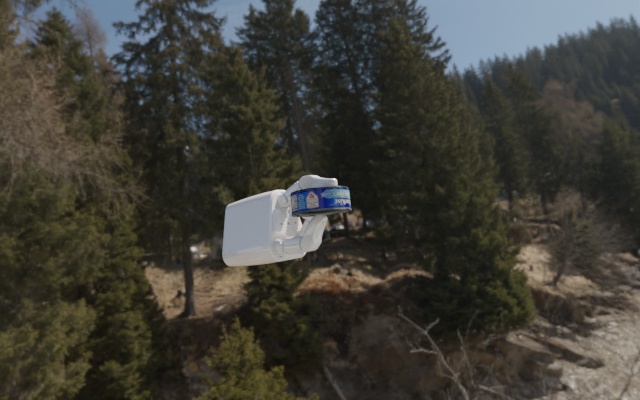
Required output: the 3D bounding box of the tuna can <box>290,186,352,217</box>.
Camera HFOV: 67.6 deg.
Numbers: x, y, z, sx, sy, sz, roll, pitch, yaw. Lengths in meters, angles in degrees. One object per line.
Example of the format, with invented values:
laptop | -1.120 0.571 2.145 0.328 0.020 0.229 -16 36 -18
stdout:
tuna can | 0.000 0.002 0.678 0.086 0.033 0.086 -5 -6 -1
